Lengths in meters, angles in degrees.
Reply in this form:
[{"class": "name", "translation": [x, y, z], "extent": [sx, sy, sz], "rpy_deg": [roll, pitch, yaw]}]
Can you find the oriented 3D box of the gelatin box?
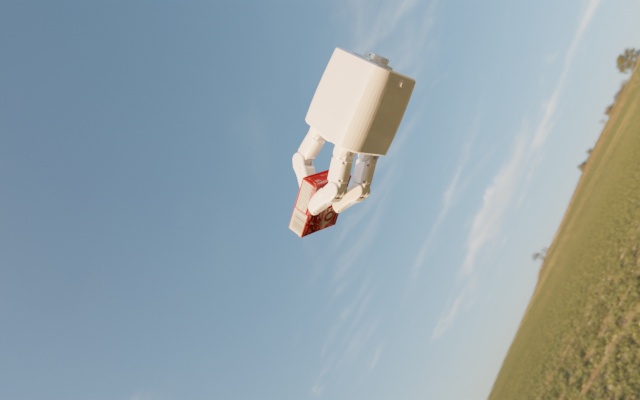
[{"class": "gelatin box", "translation": [0.000, 0.002, 0.668], "extent": [0.030, 0.089, 0.073], "rpy_deg": [38, 36, 30]}]
